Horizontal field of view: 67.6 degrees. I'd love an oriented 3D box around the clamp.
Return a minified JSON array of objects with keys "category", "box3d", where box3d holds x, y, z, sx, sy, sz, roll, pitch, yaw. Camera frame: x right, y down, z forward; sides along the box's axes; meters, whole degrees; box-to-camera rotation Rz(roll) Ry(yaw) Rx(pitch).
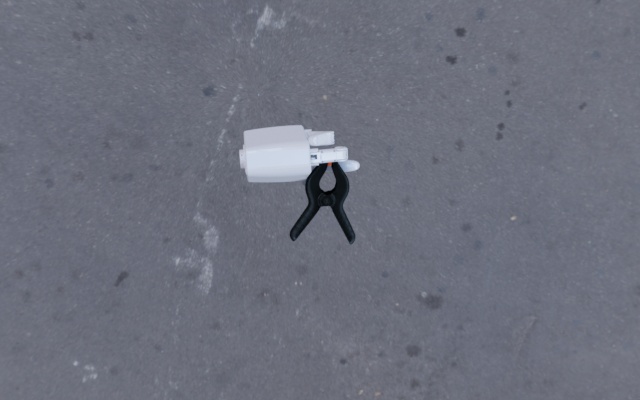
[{"category":"clamp","box3d":[0.000,0.003,0.860,0.120,0.171,0.039,-6,13,-9]}]
